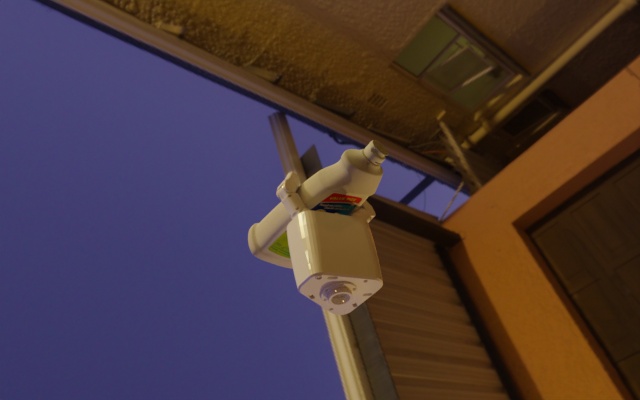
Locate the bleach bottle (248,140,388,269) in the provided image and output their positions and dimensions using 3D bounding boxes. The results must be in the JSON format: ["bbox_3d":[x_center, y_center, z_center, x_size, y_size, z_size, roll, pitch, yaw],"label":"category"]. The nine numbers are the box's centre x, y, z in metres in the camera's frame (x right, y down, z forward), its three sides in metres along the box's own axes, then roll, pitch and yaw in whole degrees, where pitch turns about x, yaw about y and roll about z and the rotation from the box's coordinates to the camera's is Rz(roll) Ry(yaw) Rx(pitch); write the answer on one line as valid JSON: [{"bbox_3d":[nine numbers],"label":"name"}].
[{"bbox_3d":[0.000,0.002,0.711,0.102,0.068,0.251,24,-54,-31],"label":"bleach bottle"}]
